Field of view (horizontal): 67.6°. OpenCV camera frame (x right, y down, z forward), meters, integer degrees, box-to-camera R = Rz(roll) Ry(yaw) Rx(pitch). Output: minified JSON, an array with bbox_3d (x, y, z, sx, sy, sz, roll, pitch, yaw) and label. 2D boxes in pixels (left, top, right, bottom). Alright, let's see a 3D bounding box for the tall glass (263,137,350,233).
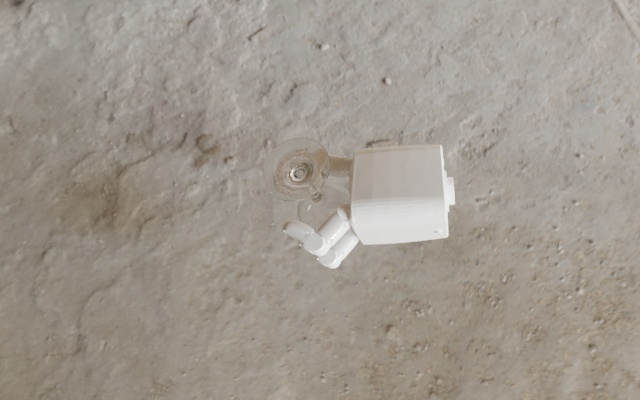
[{"bbox_3d":[0.000,0.002,0.591,0.079,0.079,0.201,0,-21,16],"label":"tall glass"}]
